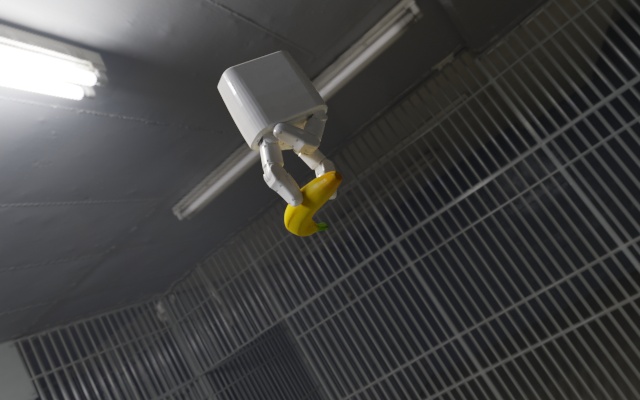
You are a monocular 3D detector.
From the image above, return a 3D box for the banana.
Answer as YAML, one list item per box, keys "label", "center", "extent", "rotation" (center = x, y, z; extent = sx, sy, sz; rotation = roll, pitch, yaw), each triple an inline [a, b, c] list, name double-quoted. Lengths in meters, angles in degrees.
- label: "banana"
  center: [-0.016, 0.012, 0.655]
  extent: [0.069, 0.037, 0.198]
  rotation: [-28, -15, -15]
